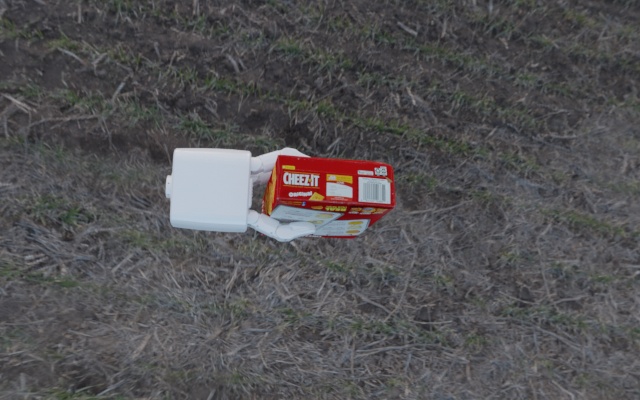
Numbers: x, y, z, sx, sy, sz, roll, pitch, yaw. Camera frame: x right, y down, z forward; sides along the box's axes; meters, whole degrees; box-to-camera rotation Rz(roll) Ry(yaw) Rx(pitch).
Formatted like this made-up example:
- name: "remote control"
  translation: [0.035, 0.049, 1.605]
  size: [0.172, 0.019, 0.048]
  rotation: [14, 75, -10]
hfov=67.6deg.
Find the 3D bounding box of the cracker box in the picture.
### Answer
- name: "cracker box"
  translation: [0.000, 0.003, 0.730]
  size: [0.164, 0.072, 0.214]
  rotation: [4, -17, -12]
